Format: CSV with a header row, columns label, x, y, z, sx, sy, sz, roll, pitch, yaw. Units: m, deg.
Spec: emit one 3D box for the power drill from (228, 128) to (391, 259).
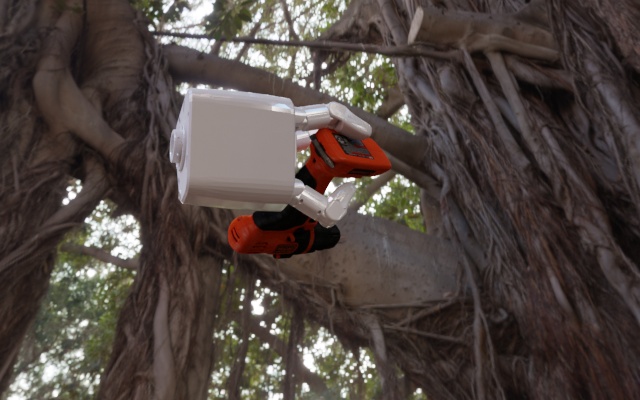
label,x,y,z,sx,sy,sz,roll,pitch,yaw
power drill,0.000,0.002,0.595,0.184,0.057,0.188,3,-44,-49
